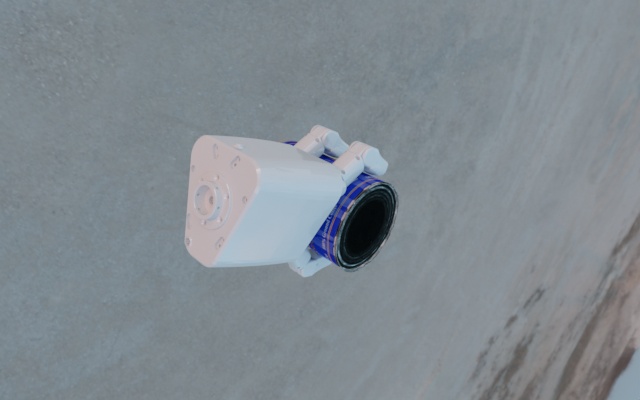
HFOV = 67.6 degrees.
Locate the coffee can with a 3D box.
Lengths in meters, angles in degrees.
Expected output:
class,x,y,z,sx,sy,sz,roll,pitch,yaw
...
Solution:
class,x,y,z,sx,sy,sz,roll,pitch,yaw
coffee can,0.000,0.002,0.532,0.140,0.103,0.103,28,17,35
